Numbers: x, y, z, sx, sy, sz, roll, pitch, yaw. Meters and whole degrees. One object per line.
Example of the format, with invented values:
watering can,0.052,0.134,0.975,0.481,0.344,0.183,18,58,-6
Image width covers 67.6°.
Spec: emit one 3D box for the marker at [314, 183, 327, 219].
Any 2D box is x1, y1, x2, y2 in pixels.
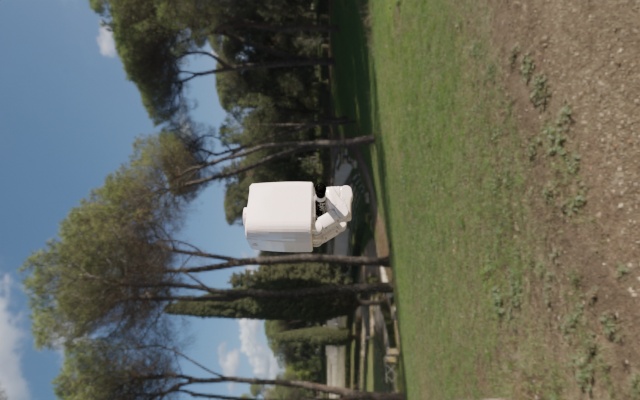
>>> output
marker,0.000,0.003,0.787,0.020,0.020,0.121,0,-23,0
